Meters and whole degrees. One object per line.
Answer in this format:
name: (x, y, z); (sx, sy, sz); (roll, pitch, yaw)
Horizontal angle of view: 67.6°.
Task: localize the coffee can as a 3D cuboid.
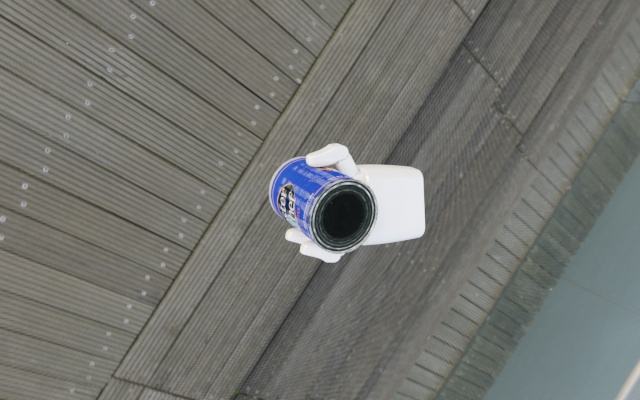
coffee can: (0.000, 0.002, 0.673); (0.103, 0.103, 0.140); (0, 16, -28)
